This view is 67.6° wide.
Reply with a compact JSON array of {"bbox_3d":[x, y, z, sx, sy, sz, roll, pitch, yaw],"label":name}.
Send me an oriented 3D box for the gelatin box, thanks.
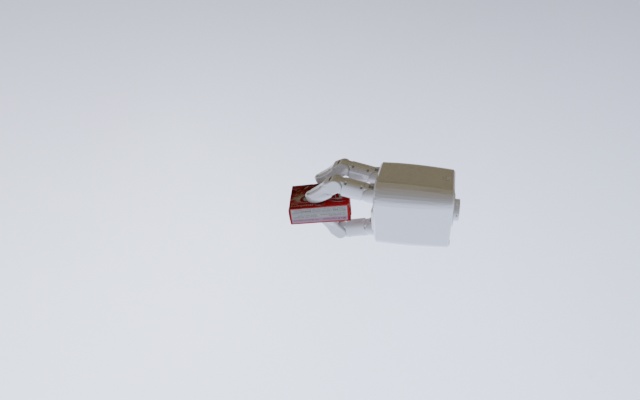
[{"bbox_3d":[0.000,0.003,0.704,0.089,0.030,0.073,-5,29,4],"label":"gelatin box"}]
